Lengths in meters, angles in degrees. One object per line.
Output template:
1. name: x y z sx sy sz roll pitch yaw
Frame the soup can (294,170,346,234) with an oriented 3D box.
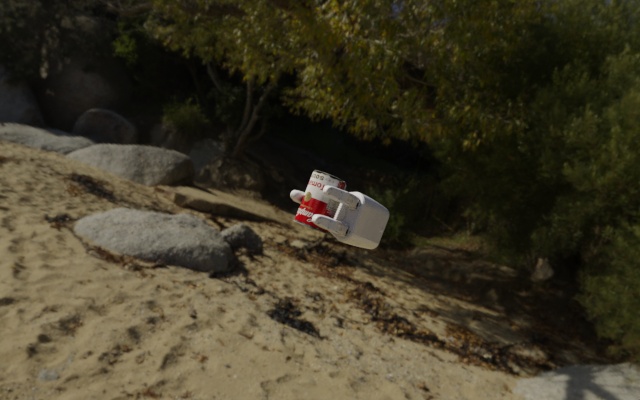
1. soup can: 0.000 0.002 0.884 0.068 0.102 0.068 22 -2 1
